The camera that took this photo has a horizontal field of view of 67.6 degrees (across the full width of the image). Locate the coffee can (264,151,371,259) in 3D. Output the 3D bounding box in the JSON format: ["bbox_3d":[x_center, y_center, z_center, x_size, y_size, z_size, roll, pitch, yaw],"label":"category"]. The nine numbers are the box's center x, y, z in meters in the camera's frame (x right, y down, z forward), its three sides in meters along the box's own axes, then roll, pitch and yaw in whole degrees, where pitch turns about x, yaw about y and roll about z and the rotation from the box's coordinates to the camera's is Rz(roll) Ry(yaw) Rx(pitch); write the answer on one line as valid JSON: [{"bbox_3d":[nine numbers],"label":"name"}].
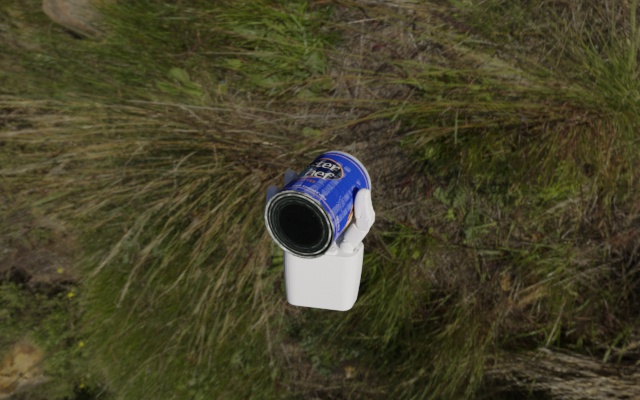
[{"bbox_3d":[0.000,0.002,0.676,0.103,0.103,0.140,0,27,28],"label":"coffee can"}]
